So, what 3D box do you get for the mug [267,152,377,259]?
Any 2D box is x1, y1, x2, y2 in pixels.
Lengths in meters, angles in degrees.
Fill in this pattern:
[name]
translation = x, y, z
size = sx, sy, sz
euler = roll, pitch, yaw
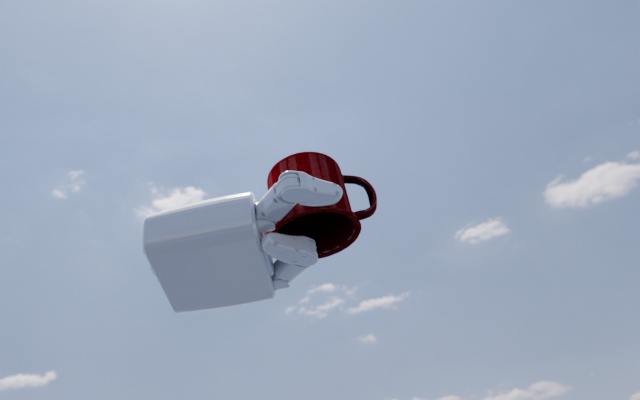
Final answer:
[mug]
translation = 0.001, 0.001, 0.497
size = 0.117, 0.081, 0.093
euler = -11, -36, -2
